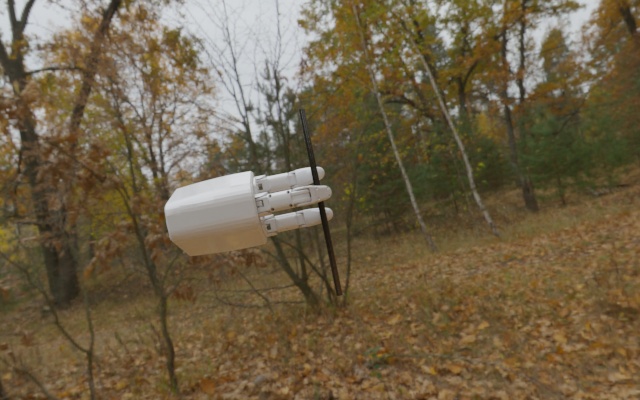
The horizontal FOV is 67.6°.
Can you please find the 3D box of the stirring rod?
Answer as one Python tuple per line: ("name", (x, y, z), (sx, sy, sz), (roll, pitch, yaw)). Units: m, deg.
("stirring rod", (0.000, 0.002, 0.606), (0.011, 0.239, 0.011), (-12, -1, 0))
